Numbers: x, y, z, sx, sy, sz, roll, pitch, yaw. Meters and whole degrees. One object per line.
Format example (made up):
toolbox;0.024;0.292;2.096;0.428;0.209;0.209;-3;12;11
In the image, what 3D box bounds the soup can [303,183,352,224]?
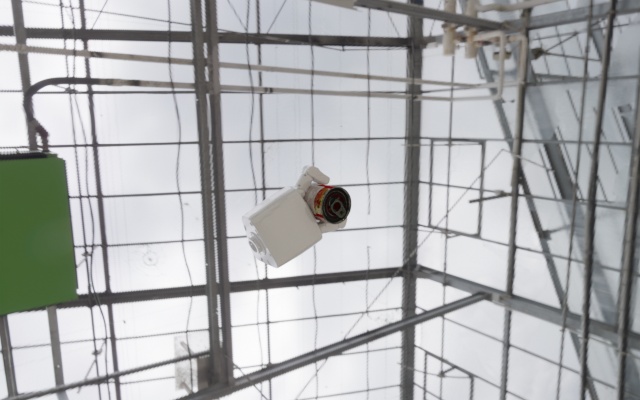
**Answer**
soup can;0.000;0.003;0.894;0.068;0.068;0.102;0;8;-36
